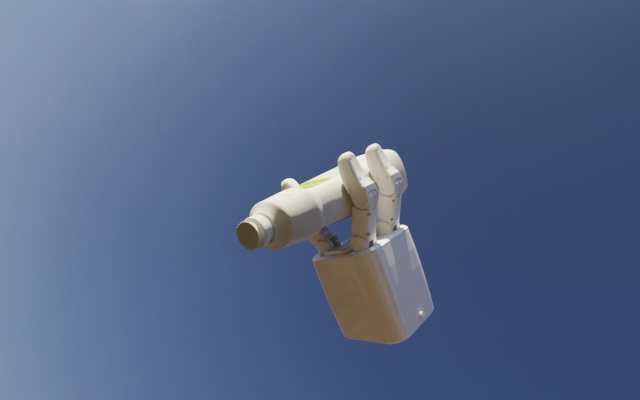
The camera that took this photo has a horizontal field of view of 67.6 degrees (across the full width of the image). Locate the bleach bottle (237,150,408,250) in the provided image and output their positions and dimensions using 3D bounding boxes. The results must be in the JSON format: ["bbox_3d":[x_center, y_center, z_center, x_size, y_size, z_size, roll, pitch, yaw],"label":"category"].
[{"bbox_3d":[0.000,0.002,0.538,0.102,0.068,0.250,-17,4,40],"label":"bleach bottle"}]
